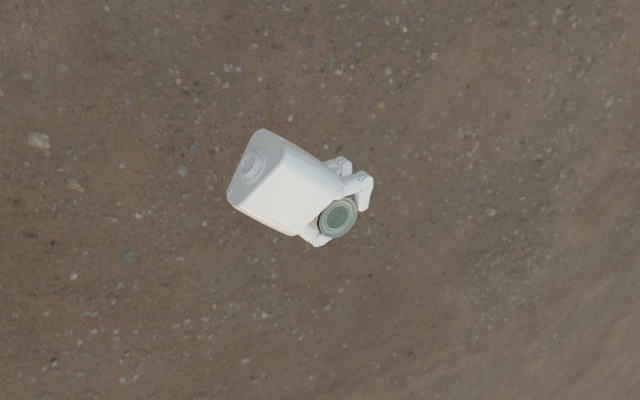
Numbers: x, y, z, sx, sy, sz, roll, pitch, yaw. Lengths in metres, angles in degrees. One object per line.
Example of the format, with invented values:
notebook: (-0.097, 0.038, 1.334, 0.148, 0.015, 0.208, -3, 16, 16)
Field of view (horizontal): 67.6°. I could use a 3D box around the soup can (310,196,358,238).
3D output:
soup can: (0.001, 0.003, 0.708, 0.068, 0.068, 0.102, 0, 26, -34)
